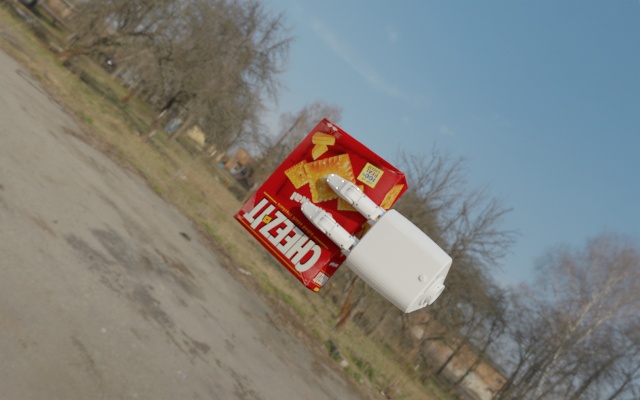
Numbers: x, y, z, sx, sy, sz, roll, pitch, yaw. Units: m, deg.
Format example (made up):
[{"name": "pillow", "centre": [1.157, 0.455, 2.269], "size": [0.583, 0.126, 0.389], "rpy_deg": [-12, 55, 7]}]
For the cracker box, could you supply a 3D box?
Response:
[{"name": "cracker box", "centre": [0.000, 0.002, 0.722], "size": [0.164, 0.213, 0.072], "rpy_deg": [40, -5, 24]}]
